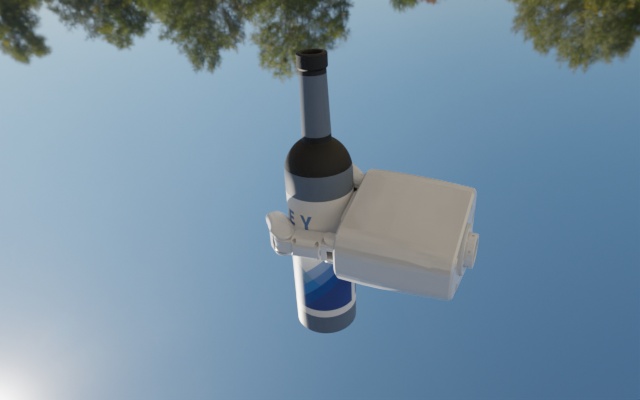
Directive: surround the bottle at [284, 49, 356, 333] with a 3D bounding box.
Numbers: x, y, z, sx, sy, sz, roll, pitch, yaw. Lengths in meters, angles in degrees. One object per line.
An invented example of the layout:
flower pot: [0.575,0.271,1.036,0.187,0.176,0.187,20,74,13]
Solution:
bottle: [0.000,0.002,0.478,0.069,0.296,0.069,-3,30,1]
